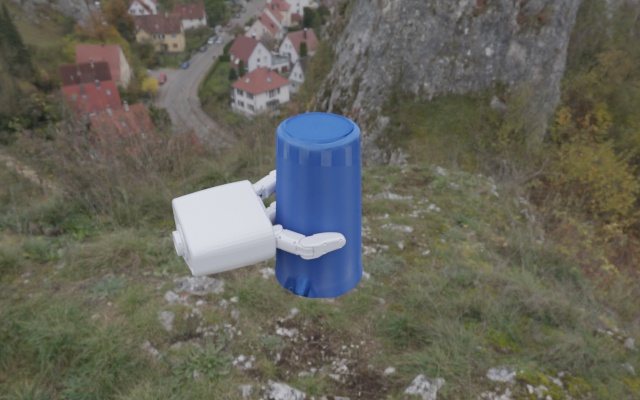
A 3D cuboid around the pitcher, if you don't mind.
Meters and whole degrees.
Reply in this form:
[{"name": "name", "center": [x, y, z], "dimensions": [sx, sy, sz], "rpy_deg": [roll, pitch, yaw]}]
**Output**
[{"name": "pitcher", "center": [0.000, 0.002, 0.675], "dimensions": [0.145, 0.243, 0.149], "rpy_deg": [-14, 35, -21]}]
